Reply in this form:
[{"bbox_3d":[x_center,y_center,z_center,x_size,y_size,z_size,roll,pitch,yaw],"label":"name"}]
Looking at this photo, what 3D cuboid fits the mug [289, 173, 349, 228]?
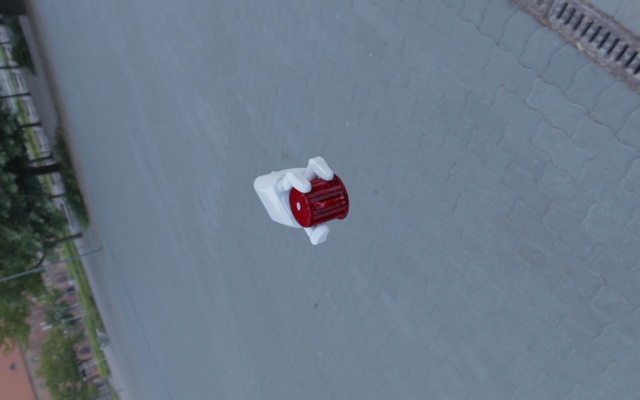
[{"bbox_3d":[0.001,0.003,0.875,0.081,0.093,0.117,-18,11,-28],"label":"mug"}]
